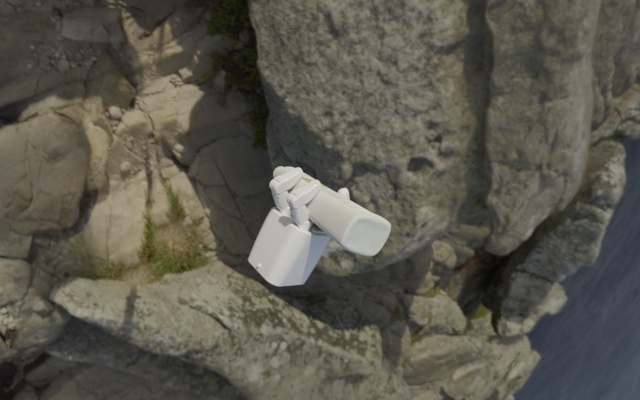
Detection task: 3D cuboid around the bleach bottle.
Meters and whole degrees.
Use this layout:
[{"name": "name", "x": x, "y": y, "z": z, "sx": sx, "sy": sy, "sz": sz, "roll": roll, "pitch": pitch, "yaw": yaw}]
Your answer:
[{"name": "bleach bottle", "x": 0.000, "y": 0.003, "z": 0.819, "sx": 0.102, "sy": 0.068, "sz": 0.250, "roll": 20, "pitch": 11, "yaw": -44}]
